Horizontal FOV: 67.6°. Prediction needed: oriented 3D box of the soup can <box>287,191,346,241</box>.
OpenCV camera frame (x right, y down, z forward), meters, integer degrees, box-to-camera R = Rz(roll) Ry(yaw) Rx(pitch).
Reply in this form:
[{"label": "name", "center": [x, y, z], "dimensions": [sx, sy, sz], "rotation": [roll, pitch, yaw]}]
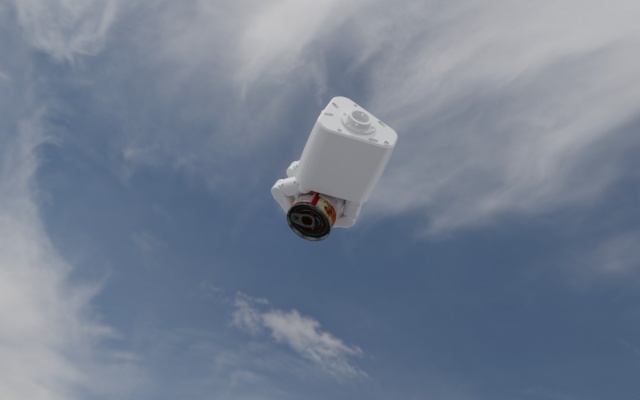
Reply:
[{"label": "soup can", "center": [0.000, 0.003, 0.715], "dimensions": [0.068, 0.068, 0.102], "rotation": [0, 36, 25]}]
